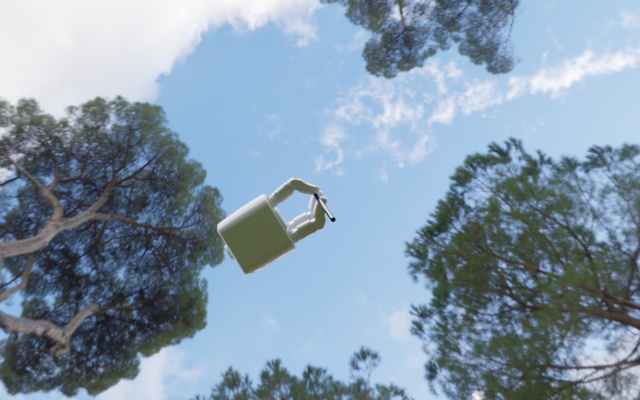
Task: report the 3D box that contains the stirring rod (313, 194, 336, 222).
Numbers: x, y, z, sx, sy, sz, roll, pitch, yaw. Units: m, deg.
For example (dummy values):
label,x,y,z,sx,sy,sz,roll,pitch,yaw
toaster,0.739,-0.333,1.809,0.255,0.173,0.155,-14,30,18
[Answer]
label,x,y,z,sx,sy,sz,roll,pitch,yaw
stirring rod,0.000,0.003,0.824,0.011,0.011,0.239,0,12,-9
